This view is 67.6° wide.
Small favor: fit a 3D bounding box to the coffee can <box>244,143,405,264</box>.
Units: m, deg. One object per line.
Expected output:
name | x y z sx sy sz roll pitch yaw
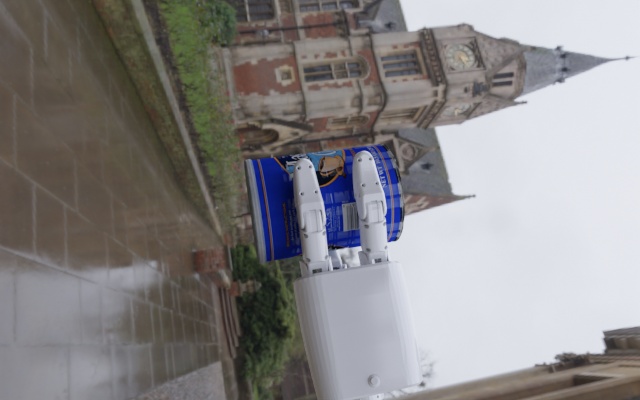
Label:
coffee can | 0.000 0.001 0.480 0.140 0.103 0.103 -8 1 -10
